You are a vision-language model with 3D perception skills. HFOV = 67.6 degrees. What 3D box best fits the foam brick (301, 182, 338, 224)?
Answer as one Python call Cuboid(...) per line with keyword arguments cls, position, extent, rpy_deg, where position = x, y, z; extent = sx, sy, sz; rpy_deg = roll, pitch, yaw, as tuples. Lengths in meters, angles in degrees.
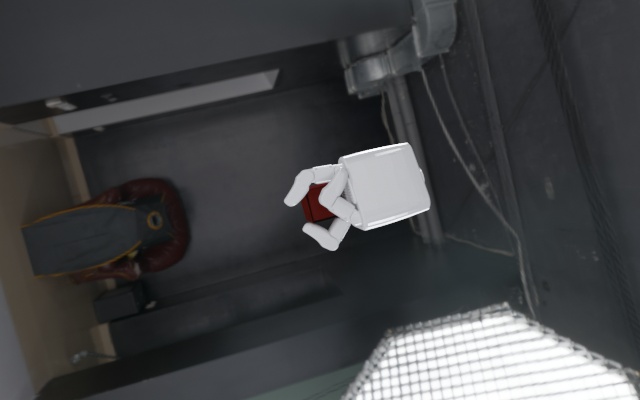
Cuboid(cls="foam brick", position=(0.000, 0.002, 0.748), extent=(0.051, 0.053, 0.078), rpy_deg=(-16, 5, -9))
